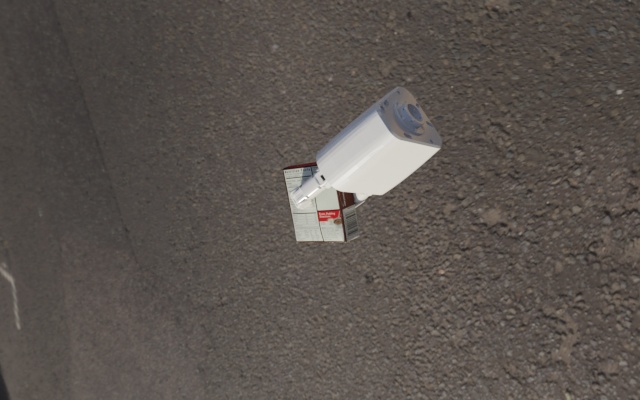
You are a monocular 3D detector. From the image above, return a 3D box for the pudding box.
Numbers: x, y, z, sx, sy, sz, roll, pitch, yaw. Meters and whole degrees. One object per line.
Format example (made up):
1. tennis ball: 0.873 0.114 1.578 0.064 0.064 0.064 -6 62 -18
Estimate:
1. pudding box: 0.000 0.002 0.662 0.090 0.113 0.039 -3 9 38
